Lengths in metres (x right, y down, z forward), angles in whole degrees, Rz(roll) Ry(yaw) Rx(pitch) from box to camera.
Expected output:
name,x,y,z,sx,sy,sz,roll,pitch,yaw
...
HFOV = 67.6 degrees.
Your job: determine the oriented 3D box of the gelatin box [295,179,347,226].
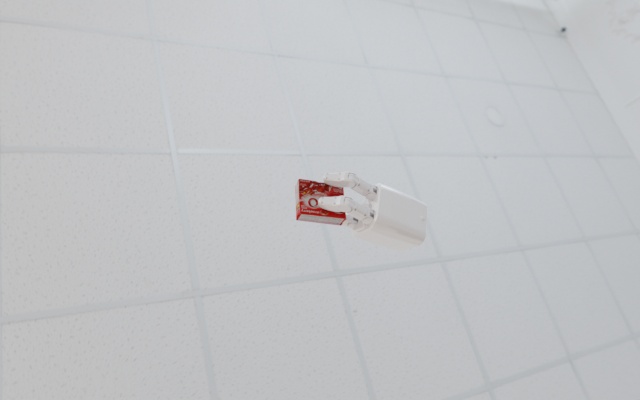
name,x,y,z,sx,sy,sz,roll,pitch,yaw
gelatin box,0.000,0.003,0.862,0.089,0.073,0.030,7,-32,-17
